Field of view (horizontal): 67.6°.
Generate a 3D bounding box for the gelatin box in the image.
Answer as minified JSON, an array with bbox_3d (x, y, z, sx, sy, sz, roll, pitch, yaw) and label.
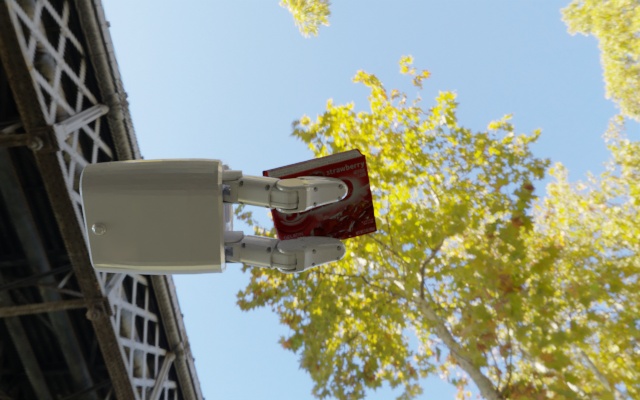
[{"bbox_3d":[0.000,0.001,0.417,0.089,0.073,0.030,-14,23,-6],"label":"gelatin box"}]
